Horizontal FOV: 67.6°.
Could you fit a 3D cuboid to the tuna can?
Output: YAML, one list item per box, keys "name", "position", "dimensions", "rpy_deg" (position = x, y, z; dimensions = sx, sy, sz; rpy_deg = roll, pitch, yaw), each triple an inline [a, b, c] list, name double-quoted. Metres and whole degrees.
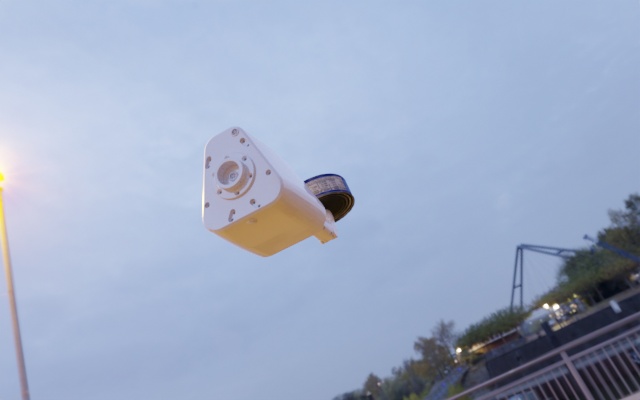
- name: "tuna can"
  position: [0.000, 0.002, 0.635]
  dimensions: [0.086, 0.033, 0.086]
  rpy_deg: [-18, -29, -10]
